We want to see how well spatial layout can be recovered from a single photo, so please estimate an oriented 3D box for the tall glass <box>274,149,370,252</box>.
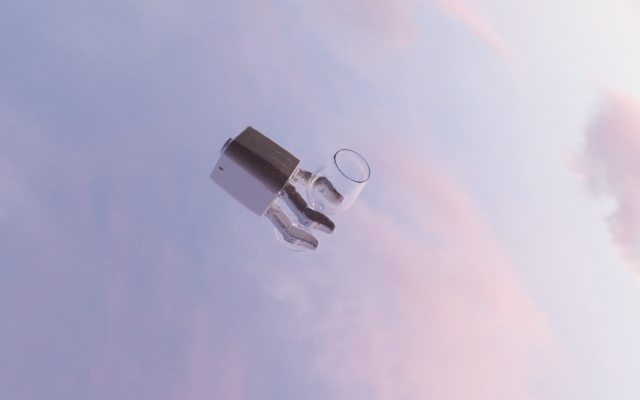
[{"bbox_3d":[0.000,0.003,0.768,0.079,0.079,0.201,0,-33,-35],"label":"tall glass"}]
